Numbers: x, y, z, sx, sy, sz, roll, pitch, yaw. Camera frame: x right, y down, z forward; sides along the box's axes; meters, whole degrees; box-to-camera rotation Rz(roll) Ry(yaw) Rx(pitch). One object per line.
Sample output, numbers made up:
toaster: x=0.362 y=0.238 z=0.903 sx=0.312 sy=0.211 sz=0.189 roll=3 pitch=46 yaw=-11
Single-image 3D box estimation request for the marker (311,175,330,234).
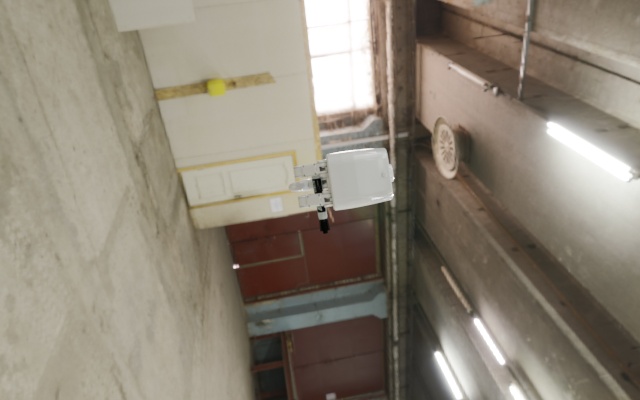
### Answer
marker: x=0.000 y=0.003 z=0.898 sx=0.020 sy=0.121 sz=0.020 roll=-9 pitch=5 yaw=1
